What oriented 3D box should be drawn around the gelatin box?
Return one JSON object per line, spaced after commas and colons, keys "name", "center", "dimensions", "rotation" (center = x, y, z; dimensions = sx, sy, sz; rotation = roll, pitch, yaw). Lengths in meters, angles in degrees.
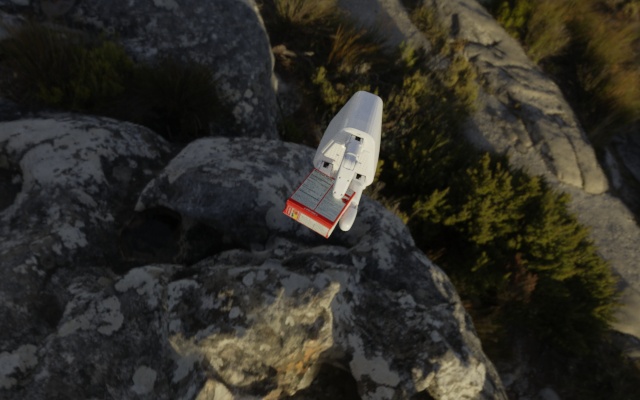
{"name": "gelatin box", "center": [0.000, 0.002, 0.682], "dimensions": [0.073, 0.030, 0.089], "rotation": [30, 44, 7]}
